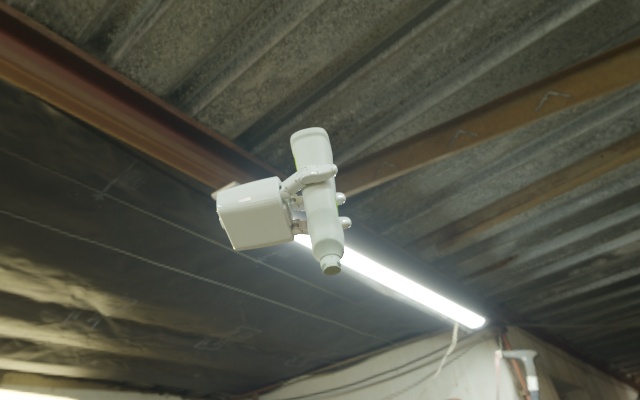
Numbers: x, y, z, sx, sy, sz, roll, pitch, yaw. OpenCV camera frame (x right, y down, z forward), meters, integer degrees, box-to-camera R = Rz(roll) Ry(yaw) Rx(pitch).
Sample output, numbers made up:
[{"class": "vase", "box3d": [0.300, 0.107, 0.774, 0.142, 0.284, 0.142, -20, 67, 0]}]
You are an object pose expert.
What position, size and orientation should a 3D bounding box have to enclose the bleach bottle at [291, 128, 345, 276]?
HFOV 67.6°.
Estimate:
[{"class": "bleach bottle", "box3d": [0.000, 0.003, 0.785, 0.068, 0.250, 0.103, -12, -38, 4]}]
